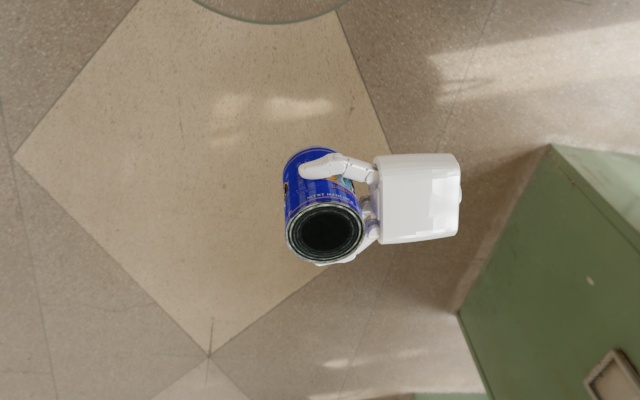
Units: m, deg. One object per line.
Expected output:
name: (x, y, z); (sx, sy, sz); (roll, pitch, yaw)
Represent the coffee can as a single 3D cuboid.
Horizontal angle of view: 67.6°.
coffee can: (0.000, 0.002, 0.658); (0.103, 0.103, 0.140); (0, 36, -6)
